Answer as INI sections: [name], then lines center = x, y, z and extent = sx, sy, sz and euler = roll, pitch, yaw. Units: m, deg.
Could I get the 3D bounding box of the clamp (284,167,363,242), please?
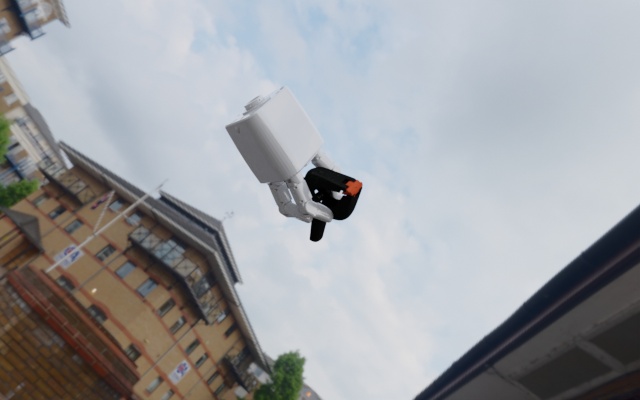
[clamp]
center = 0.001, 0.002, 0.766
extent = 0.036, 0.165, 0.210
euler = -44, 23, -29
